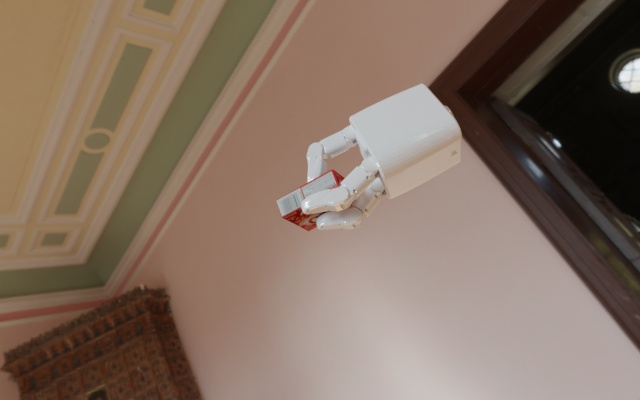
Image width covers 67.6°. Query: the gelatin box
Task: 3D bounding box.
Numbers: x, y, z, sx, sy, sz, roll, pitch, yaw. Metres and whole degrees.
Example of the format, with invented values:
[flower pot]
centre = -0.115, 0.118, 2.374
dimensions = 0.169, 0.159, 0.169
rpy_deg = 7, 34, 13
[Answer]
[gelatin box]
centre = 0.000, 0.002, 0.617
dimensions = 0.089, 0.030, 0.073
rpy_deg = -28, -27, 17
